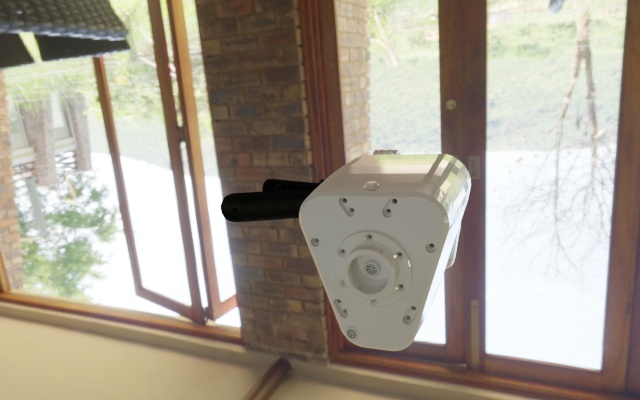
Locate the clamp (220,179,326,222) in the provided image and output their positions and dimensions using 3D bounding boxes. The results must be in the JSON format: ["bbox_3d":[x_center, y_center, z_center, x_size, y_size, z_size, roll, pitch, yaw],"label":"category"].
[{"bbox_3d":[0.000,0.002,0.429,0.171,0.039,0.120,1,16,22],"label":"clamp"}]
